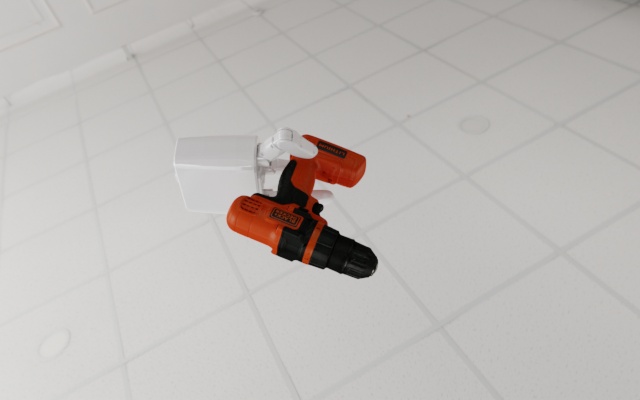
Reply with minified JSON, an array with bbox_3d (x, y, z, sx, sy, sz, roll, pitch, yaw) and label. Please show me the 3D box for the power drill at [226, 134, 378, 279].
[{"bbox_3d":[0.000,0.002,0.602,0.184,0.057,0.187,23,42,4],"label":"power drill"}]
